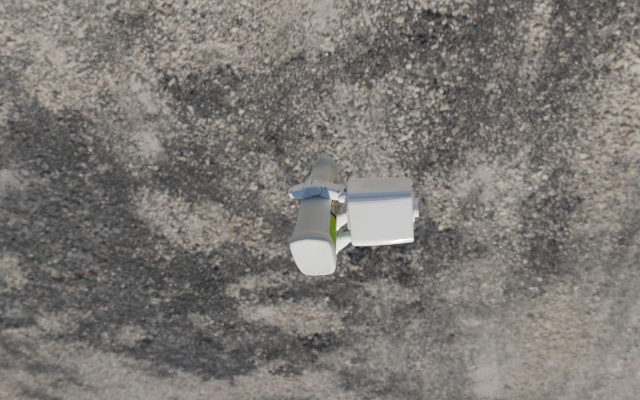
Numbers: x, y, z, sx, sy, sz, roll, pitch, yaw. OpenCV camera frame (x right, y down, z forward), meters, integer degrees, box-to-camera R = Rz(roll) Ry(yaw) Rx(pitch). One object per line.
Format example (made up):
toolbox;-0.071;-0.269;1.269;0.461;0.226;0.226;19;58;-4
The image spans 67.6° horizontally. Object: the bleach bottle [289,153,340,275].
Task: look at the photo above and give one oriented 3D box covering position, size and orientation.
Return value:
bleach bottle;0.000;0.003;0.843;0.068;0.250;0.103;-4;-44;11
